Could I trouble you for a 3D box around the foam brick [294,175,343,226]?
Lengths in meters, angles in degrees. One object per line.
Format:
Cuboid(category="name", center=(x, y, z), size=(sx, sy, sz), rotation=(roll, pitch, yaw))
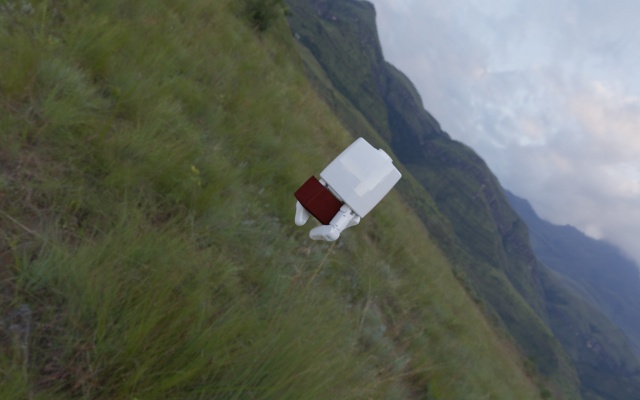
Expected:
Cuboid(category="foam brick", center=(0.000, 0.003, 0.858), size=(0.078, 0.051, 0.053), rotation=(43, 4, -35))
